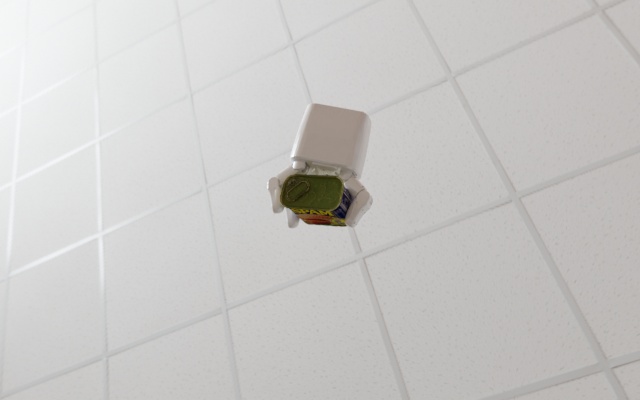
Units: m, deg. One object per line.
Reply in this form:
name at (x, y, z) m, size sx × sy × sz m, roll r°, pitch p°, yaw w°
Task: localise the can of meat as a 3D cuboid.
can of meat at (0.000, 0.003, 0.754) m, size 0.102 × 0.057 × 0.084 m, roll 3°, pitch -21°, yaw 24°
